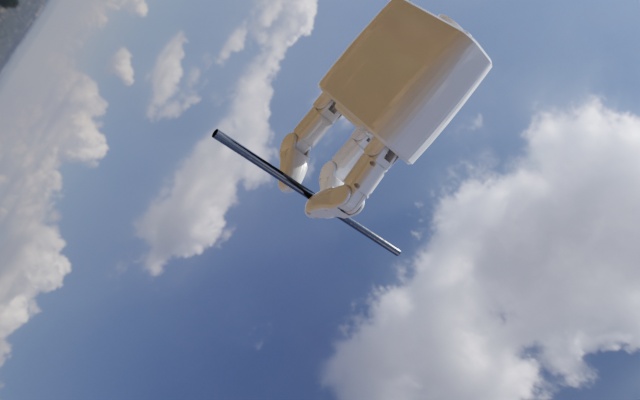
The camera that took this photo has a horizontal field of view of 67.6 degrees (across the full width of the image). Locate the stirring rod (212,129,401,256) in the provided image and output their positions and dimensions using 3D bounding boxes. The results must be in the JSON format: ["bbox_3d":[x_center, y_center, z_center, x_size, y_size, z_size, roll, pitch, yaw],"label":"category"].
[{"bbox_3d":[0.000,0.001,0.442,0.240,0.011,0.011,33,-21,-35],"label":"stirring rod"}]
